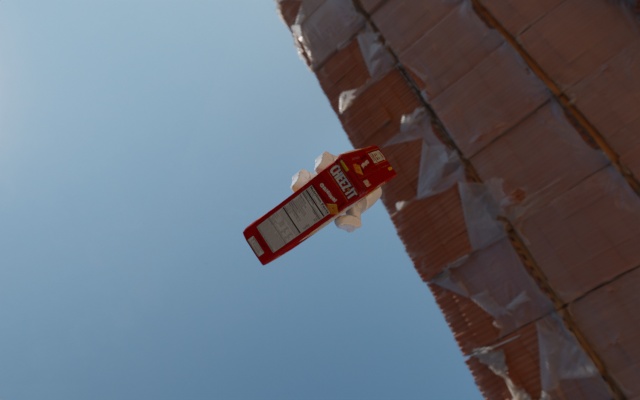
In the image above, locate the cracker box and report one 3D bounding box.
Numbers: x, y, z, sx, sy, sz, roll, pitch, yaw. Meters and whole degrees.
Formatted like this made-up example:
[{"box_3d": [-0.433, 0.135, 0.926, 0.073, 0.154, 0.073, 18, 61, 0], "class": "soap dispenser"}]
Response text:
[{"box_3d": [0.000, 0.003, 0.762, 0.214, 0.072, 0.164, -37, -4, 26], "class": "cracker box"}]
